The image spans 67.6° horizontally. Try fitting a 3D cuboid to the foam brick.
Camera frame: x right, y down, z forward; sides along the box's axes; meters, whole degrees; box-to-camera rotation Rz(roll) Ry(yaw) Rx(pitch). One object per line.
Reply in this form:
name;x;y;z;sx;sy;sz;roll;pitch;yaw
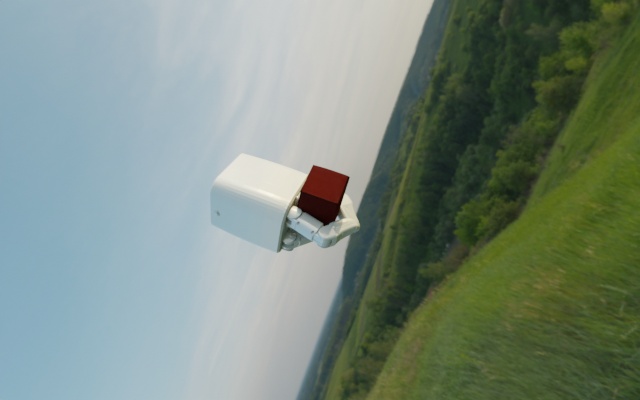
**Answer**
foam brick;0.000;0.002;0.630;0.051;0.053;0.078;21;-40;5
